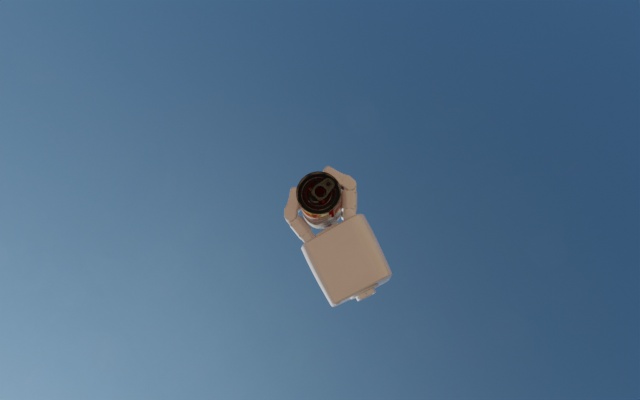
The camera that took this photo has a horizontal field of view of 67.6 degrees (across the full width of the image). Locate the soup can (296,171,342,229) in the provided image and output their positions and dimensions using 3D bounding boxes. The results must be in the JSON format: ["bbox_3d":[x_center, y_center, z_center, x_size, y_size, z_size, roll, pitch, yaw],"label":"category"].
[{"bbox_3d":[0.000,0.002,0.759,0.068,0.068,0.102,0,-16,4],"label":"soup can"}]
